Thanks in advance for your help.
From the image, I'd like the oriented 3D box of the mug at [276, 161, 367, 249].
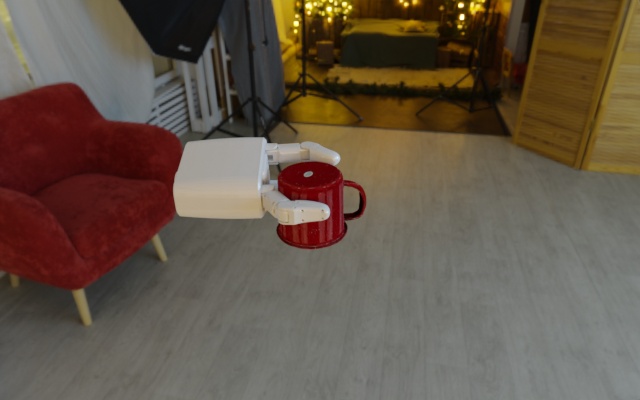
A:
[{"bbox_3d":[0.002,0.002,0.604,0.117,0.081,0.093,-2,29,-1],"label":"mug"}]
